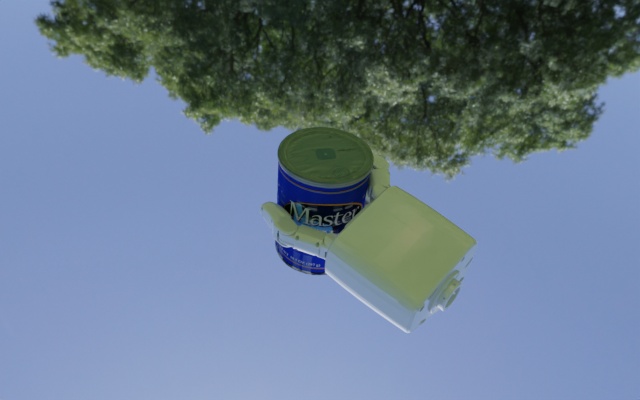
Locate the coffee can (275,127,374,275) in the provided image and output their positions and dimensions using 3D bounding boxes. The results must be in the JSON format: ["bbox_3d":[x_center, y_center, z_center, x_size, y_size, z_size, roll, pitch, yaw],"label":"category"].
[{"bbox_3d":[0.000,0.002,0.551,0.103,0.140,0.102,4,41,-3],"label":"coffee can"}]
